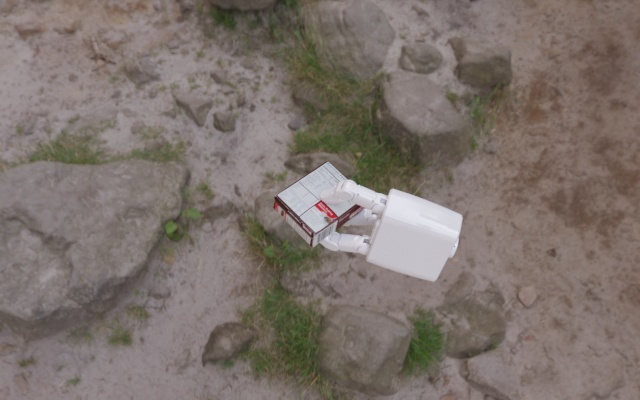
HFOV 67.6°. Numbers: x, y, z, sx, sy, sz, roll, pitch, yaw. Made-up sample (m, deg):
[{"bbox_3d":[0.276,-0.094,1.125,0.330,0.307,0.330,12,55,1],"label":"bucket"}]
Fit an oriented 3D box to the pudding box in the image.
[{"bbox_3d":[0.000,0.002,0.715,0.113,0.090,0.039,-34,-24,-29],"label":"pudding box"}]
